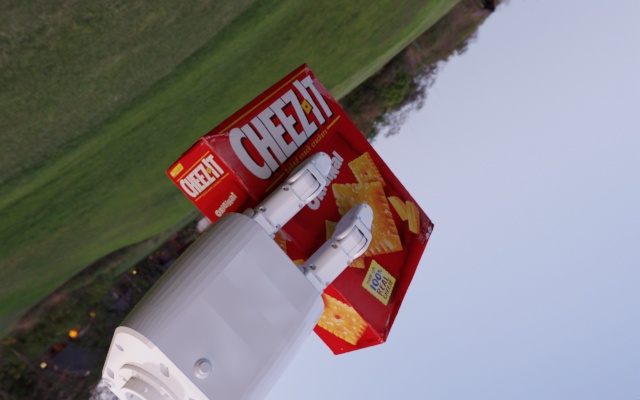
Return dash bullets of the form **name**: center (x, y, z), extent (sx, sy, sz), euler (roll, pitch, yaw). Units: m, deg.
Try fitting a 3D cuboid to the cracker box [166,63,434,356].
- **cracker box**: center (0.000, 0.002, 0.432), extent (0.072, 0.214, 0.164), euler (-30, 15, 42)
